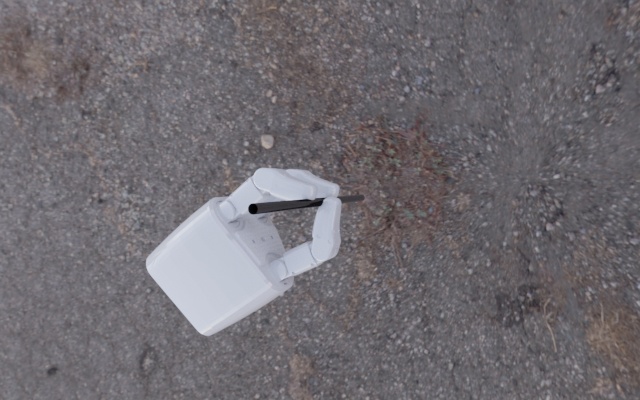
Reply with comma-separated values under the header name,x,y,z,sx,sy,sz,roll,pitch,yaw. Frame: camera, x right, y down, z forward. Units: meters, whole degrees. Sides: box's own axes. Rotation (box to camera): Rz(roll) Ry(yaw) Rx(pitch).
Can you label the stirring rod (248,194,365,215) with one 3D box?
name,x,y,z,sx,sy,sz,roll,pitch,yaw
stirring rod,0.000,0.002,0.446,0.011,0.011,0.239,0,2,23
